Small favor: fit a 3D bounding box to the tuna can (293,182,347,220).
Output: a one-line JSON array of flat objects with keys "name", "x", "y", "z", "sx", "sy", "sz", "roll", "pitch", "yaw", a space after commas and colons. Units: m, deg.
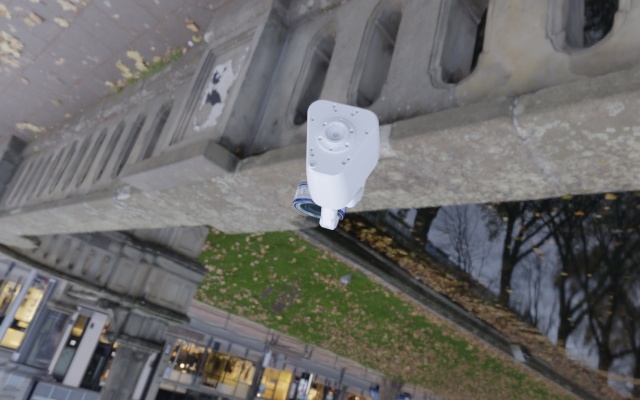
[{"name": "tuna can", "x": 0.000, "y": 0.003, "z": 0.760, "sx": 0.086, "sy": 0.033, "sz": 0.086, "roll": 14, "pitch": -17, "yaw": 4}]
